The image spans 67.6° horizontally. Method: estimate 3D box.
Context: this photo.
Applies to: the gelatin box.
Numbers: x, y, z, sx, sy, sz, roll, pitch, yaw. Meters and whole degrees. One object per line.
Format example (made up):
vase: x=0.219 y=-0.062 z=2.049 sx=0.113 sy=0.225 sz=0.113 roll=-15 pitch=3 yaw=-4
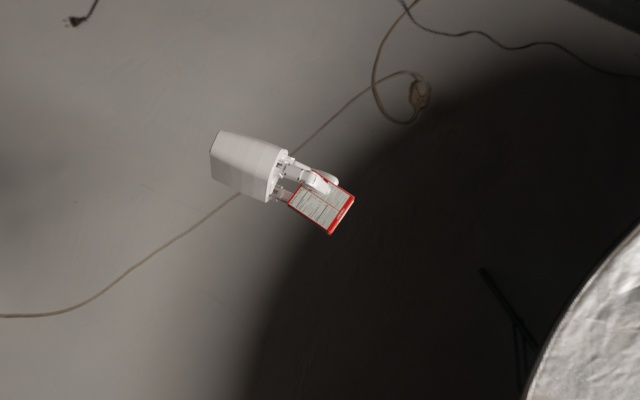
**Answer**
gelatin box: x=0.000 y=0.003 z=0.796 sx=0.089 sy=0.073 sz=0.030 roll=34 pitch=-11 yaw=7
